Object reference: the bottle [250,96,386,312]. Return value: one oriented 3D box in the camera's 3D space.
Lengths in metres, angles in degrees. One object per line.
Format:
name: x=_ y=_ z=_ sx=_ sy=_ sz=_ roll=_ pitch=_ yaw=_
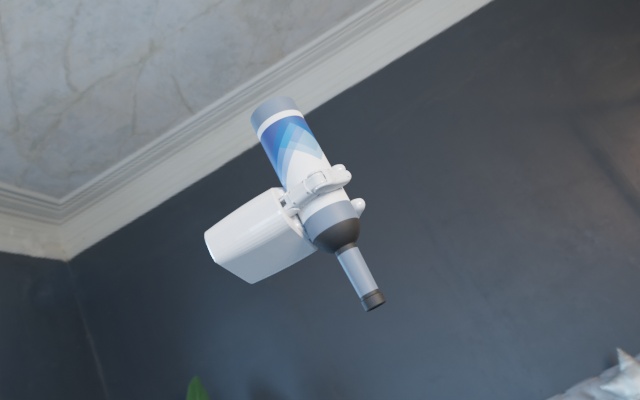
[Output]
bottle: x=0.000 y=0.002 z=0.607 sx=0.069 sy=0.295 sz=0.069 roll=-25 pitch=-19 yaw=-9
